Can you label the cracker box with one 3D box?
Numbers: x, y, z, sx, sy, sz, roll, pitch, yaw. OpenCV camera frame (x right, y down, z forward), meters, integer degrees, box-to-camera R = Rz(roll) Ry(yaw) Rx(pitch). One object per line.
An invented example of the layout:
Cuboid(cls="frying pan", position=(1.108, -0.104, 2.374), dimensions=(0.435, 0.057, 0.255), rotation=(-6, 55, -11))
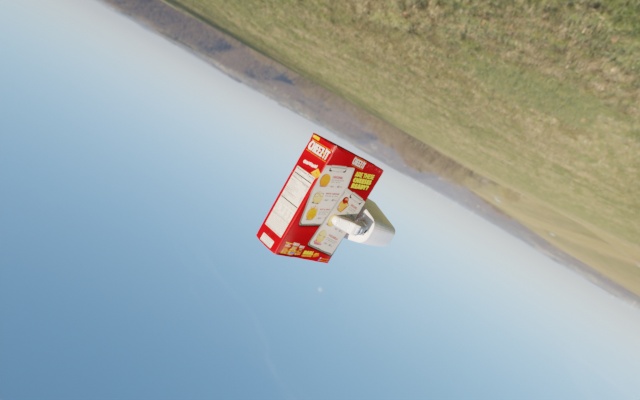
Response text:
Cuboid(cls="cracker box", position=(0.000, 0.003, 0.872), dimensions=(0.072, 0.214, 0.164), rotation=(36, 10, 37))
